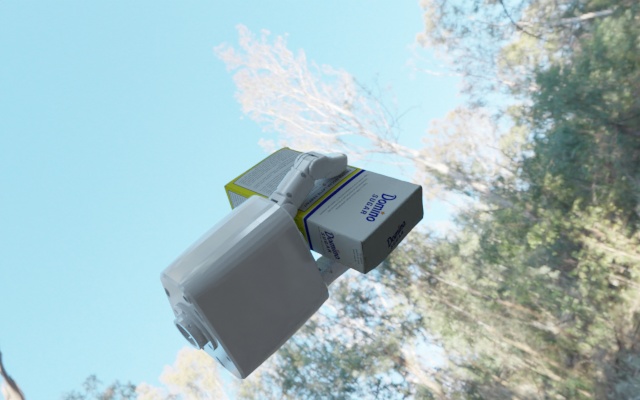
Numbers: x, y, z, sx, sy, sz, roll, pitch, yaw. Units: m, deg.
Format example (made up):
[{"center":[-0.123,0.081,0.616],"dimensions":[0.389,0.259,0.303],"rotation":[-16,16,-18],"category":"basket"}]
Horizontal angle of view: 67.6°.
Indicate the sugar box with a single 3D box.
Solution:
[{"center":[0.000,0.002,0.462],"dimensions":[0.176,0.048,0.093],"rotation":[23,47,36],"category":"sugar box"}]
